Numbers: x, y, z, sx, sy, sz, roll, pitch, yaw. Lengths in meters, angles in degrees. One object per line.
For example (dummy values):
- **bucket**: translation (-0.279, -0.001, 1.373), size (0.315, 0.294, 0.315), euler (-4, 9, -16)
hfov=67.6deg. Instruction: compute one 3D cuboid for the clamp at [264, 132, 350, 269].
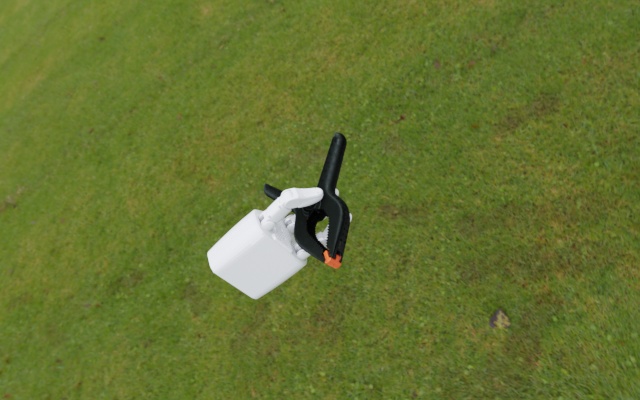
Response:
- **clamp**: translation (0.000, 0.003, 0.715), size (0.164, 0.209, 0.036), euler (-40, -42, 17)
